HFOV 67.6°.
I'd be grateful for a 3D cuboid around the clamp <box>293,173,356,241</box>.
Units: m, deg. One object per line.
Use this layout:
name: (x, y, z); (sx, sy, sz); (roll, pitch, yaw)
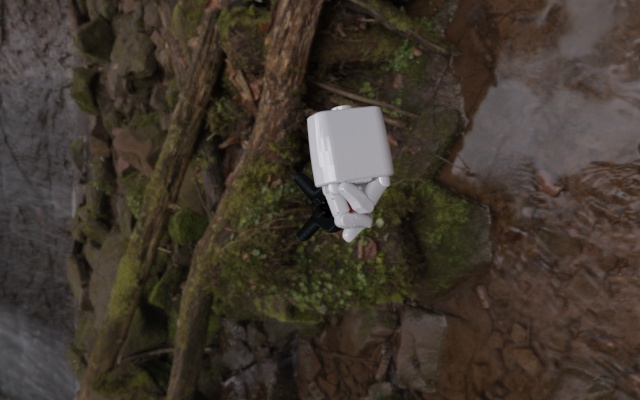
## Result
clamp: (0.000, 0.003, 0.790); (0.039, 0.120, 0.171); (-12, -2, -34)
